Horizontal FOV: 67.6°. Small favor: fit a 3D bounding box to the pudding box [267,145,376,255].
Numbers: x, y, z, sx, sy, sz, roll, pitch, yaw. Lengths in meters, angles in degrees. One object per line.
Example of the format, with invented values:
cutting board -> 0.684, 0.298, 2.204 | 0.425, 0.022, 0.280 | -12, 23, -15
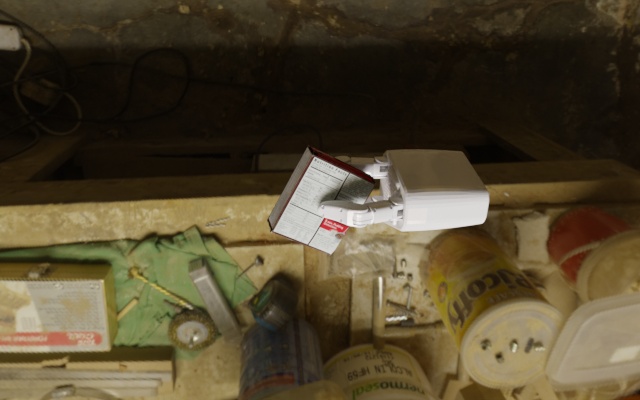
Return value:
pudding box -> 0.000, 0.002, 0.582 | 0.090, 0.113, 0.039 | 24, 16, -20
